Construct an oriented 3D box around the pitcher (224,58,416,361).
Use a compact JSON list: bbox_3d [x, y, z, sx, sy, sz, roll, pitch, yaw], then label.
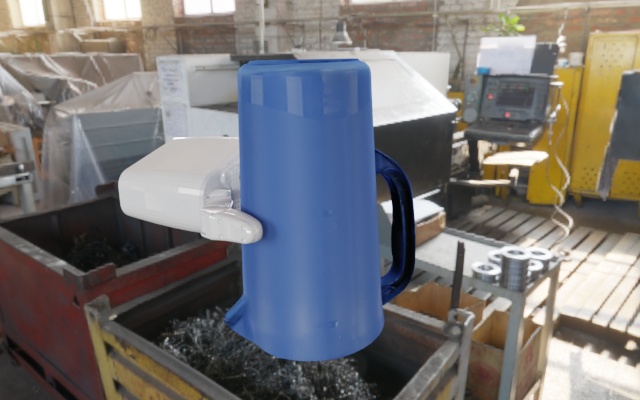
[{"bbox_3d":[0.000,0.001,0.423,0.145,0.243,0.149,6,19,24],"label":"pitcher"}]
